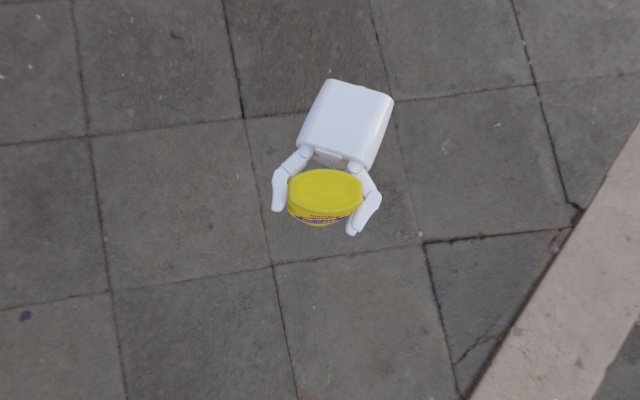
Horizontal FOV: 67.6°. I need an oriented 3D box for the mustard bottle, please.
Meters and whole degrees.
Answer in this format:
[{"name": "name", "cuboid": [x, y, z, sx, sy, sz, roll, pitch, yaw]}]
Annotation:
[{"name": "mustard bottle", "cuboid": [0.000, 0.003, 0.689, 0.096, 0.058, 0.192, 0, -9, -4]}]
